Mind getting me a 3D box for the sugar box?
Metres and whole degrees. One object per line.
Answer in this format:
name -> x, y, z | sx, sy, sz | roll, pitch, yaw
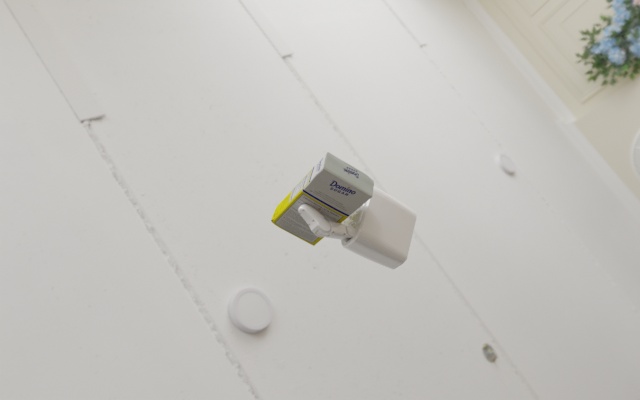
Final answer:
sugar box -> 0.000, 0.002, 0.787 | 0.093, 0.048, 0.176 | 30, -46, -17
